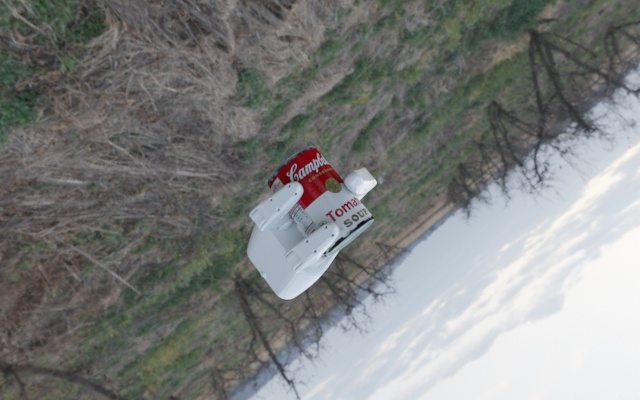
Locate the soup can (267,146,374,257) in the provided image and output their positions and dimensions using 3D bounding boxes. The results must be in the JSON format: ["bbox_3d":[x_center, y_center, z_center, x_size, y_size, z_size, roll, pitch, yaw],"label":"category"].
[{"bbox_3d":[0.001,0.002,0.511,0.068,0.102,0.068,-37,-11,-8],"label":"soup can"}]
